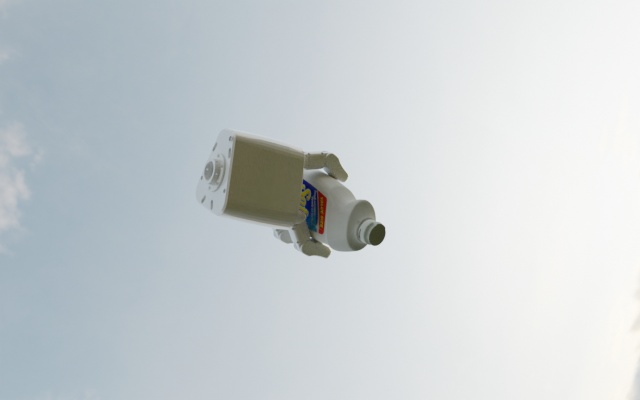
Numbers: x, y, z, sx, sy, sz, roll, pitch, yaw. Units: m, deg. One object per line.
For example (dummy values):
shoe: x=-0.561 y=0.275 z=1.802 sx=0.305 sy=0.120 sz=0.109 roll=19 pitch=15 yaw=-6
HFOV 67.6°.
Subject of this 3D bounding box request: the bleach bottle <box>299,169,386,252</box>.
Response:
bleach bottle: x=0.000 y=0.002 z=0.677 sx=0.068 sy=0.102 sz=0.250 roll=11 pitch=8 yaw=-38
